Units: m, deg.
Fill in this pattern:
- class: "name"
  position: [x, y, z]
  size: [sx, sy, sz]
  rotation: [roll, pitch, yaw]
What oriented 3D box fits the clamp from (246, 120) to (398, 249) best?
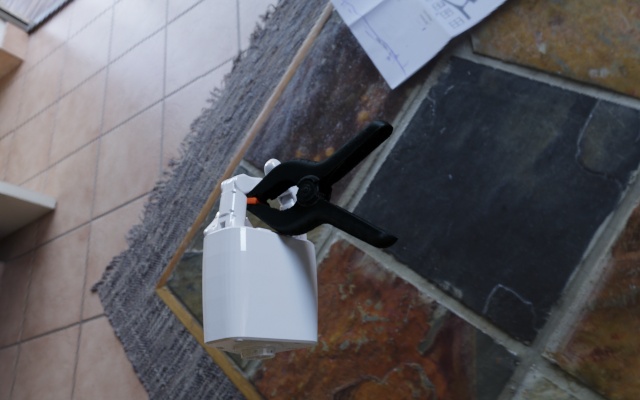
- class: "clamp"
  position: [0.000, 0.001, 0.465]
  size: [0.171, 0.120, 0.039]
  rotation: [-19, -29, 28]
